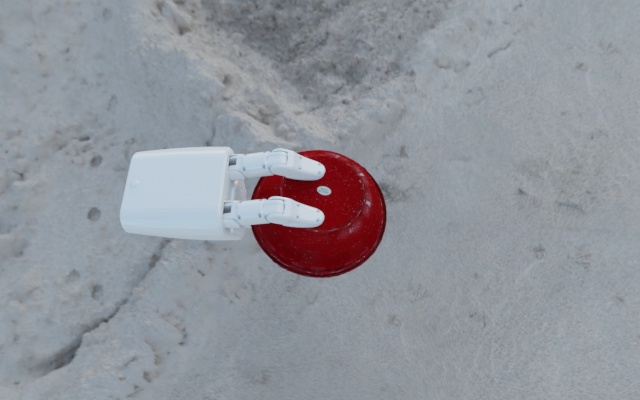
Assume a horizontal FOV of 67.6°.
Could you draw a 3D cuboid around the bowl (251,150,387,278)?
[{"bbox_3d":[0.001,0.001,0.536,0.162,0.162,0.055,0,-24,-5],"label":"bowl"}]
